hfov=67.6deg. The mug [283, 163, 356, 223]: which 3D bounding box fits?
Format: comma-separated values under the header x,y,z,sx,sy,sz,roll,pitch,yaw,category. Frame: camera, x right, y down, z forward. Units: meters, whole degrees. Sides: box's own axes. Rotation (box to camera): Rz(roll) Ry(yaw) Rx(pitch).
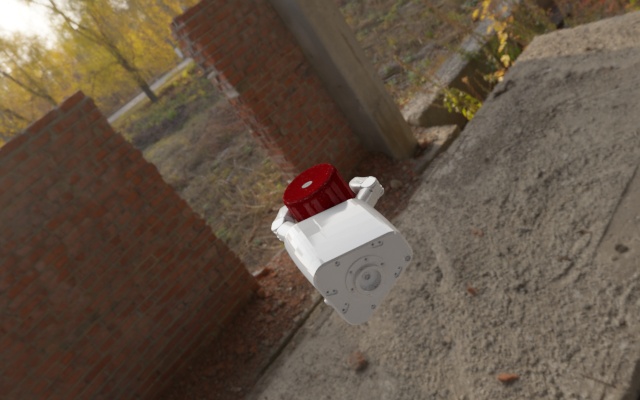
x,y,z,sx,sy,sz,roll,pitch,yaw,category
0.000,0.001,0.642,0.093,0.081,0.117,-39,26,-5,mug
